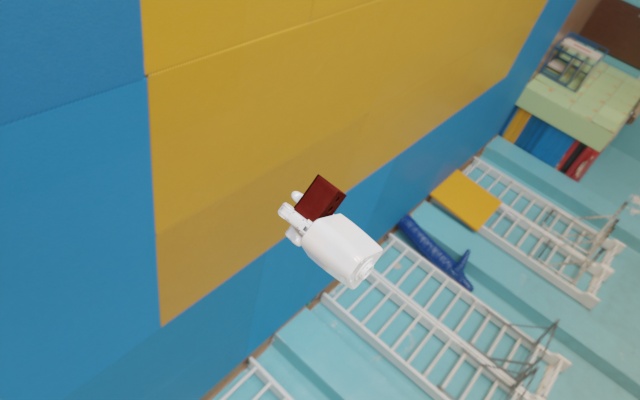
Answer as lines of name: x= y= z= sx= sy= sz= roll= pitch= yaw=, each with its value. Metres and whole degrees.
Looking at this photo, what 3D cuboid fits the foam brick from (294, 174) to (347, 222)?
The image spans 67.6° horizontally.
foam brick: x=0.000 y=0.002 z=0.853 sx=0.051 sy=0.078 sz=0.053 roll=38 pitch=5 yaw=22
